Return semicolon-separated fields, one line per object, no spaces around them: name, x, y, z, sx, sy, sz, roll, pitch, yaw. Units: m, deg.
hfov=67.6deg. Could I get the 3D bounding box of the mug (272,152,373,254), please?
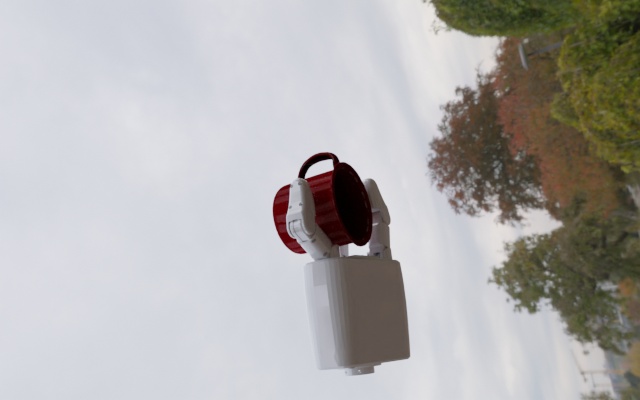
mug;0.000;0.000;0.531;0.081;0.117;0.093;-16;-21;27
